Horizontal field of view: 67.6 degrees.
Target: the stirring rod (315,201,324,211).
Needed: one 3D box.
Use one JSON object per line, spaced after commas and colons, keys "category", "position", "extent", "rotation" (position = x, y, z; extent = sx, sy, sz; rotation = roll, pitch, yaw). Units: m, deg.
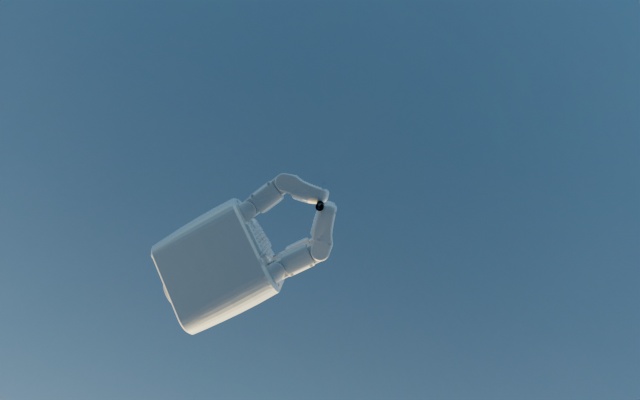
{"category": "stirring rod", "position": [0.000, 0.002, 0.578], "extent": [0.011, 0.011, 0.239], "rotation": [0, 2, 0]}
